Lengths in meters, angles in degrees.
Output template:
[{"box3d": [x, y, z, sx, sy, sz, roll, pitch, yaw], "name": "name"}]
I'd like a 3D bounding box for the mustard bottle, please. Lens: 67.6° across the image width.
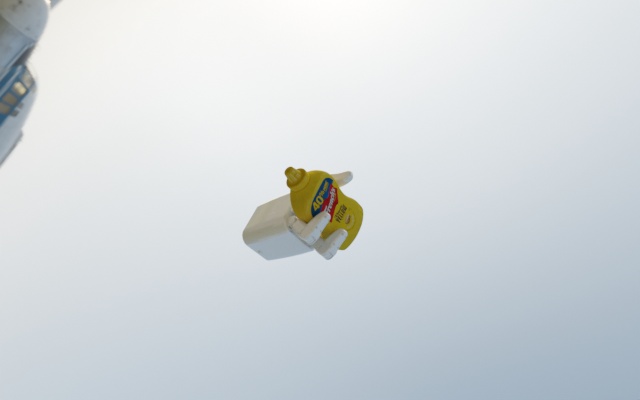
[{"box3d": [0.001, 0.003, 0.836, 0.058, 0.096, 0.192, 7, -28, 45], "name": "mustard bottle"}]
